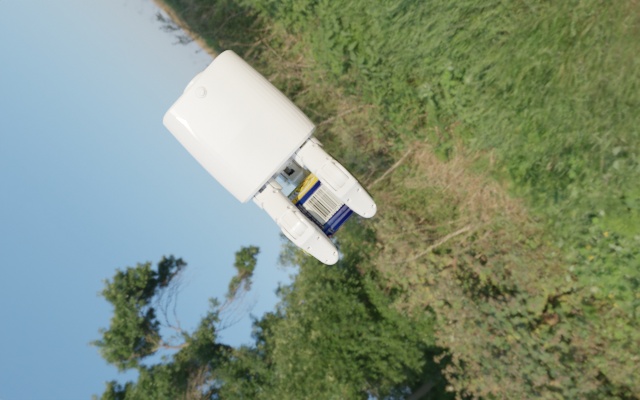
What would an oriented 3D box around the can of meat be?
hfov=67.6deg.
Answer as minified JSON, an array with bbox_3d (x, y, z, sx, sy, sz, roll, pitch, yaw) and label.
[{"bbox_3d":[0.000,0.002,0.485,0.057,0.084,0.102,44,3,-9],"label":"can of meat"}]
